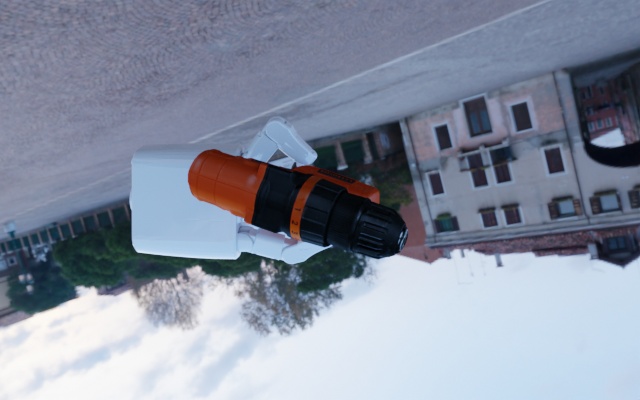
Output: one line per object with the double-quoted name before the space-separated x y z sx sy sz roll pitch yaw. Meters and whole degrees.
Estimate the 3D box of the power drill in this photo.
"power drill" 0.000 0.001 0.440 0.184 0.057 0.187 20 5 17
